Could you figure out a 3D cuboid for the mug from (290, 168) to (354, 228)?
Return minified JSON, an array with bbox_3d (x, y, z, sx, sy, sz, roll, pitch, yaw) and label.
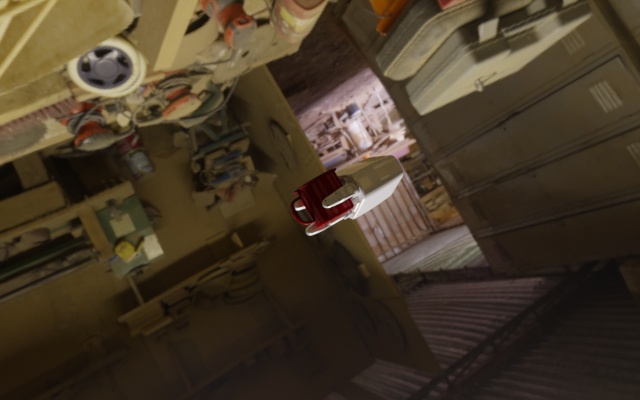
[{"bbox_3d":[-0.001,0.004,0.887,0.117,0.081,0.093,-29,-3,-23],"label":"mug"}]
